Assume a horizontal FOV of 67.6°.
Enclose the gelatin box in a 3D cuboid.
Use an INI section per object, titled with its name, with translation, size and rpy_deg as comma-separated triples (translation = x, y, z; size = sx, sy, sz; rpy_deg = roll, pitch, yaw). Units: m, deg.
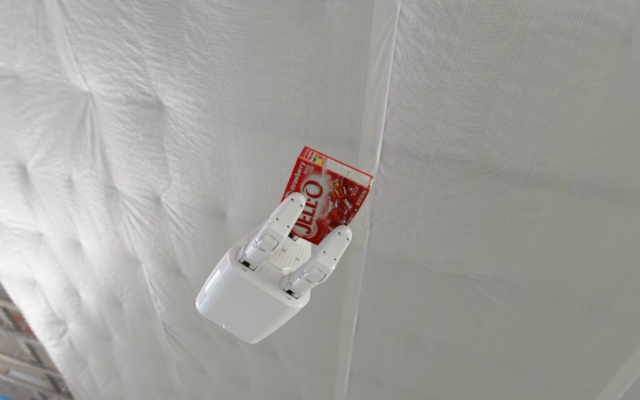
[gelatin box]
translation = 0.000, 0.001, 0.466
size = 0.073, 0.089, 0.030
rpy_deg = 25, 35, -1
